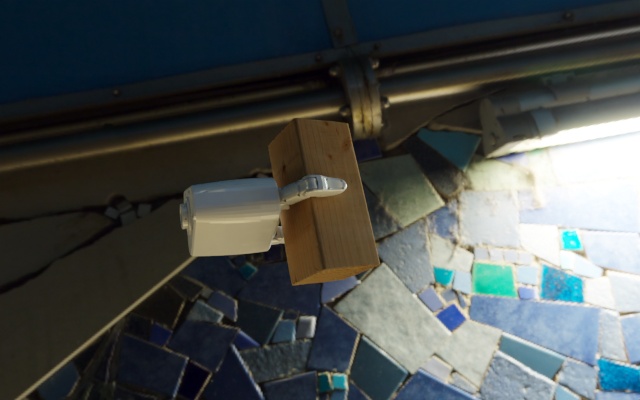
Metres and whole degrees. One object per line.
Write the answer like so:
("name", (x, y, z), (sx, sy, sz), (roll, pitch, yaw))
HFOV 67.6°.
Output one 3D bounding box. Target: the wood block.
("wood block", (0.000, 0.002, 0.654), (0.090, 0.206, 0.091), (0, -20, -32))
